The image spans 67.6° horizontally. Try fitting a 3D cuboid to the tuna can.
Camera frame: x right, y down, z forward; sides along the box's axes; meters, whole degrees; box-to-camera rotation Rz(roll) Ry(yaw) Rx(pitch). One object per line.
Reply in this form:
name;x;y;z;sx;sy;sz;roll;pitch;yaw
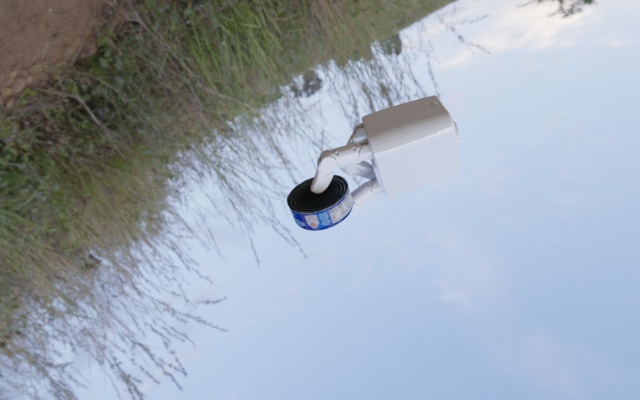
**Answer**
tuna can;0.000;0.003;0.645;0.086;0.034;0.086;-14;33;9
